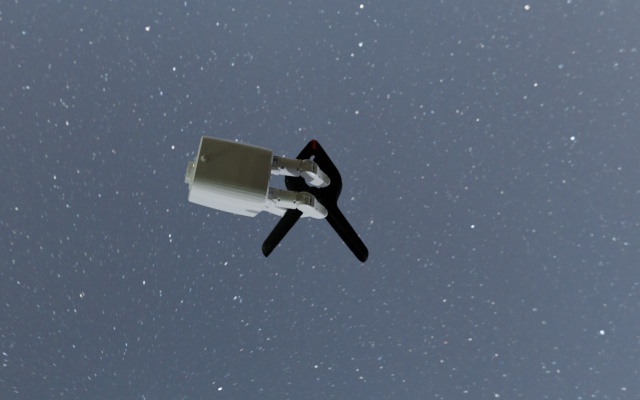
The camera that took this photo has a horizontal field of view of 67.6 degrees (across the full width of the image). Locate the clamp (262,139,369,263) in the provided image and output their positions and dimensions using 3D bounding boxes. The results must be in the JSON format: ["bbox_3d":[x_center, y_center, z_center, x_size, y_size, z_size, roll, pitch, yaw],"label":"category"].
[{"bbox_3d":[0.000,0.002,0.754,0.164,0.210,0.036,12,-28,-14],"label":"clamp"}]
